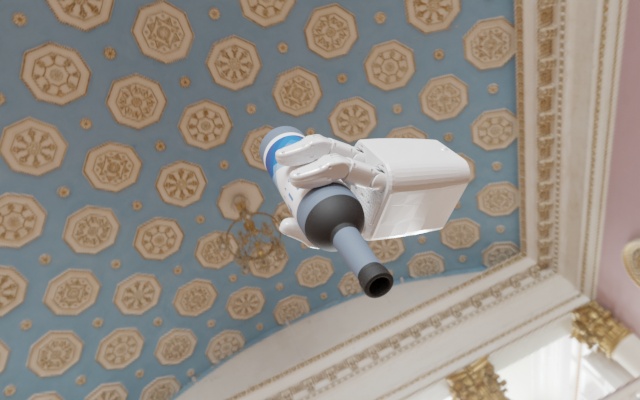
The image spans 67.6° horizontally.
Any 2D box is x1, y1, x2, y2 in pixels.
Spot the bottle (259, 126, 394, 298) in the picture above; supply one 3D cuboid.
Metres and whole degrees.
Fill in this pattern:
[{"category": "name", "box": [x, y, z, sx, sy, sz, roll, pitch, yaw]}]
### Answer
[{"category": "bottle", "box": [0.000, 0.002, 0.520, 0.069, 0.069, 0.295, 0, 29, -23]}]
